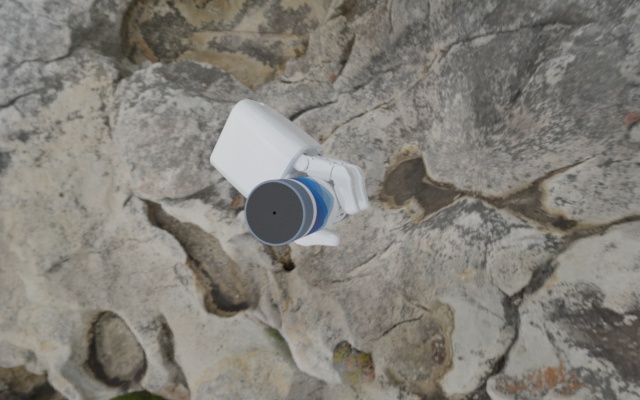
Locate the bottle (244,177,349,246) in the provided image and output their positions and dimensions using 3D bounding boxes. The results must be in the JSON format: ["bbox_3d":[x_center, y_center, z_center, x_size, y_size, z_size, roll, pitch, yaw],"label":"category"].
[{"bbox_3d":[0.000,0.002,0.611,0.069,0.069,0.295,0,4,18],"label":"bottle"}]
